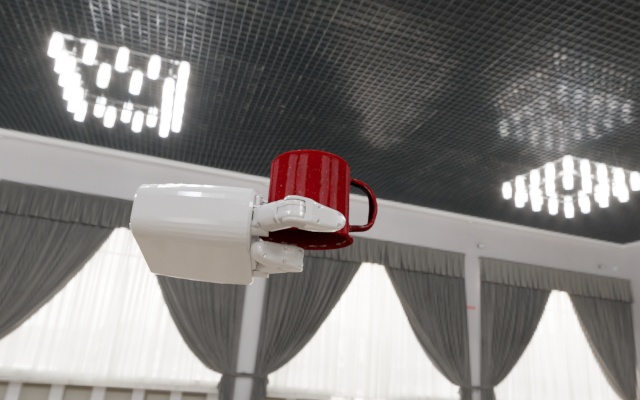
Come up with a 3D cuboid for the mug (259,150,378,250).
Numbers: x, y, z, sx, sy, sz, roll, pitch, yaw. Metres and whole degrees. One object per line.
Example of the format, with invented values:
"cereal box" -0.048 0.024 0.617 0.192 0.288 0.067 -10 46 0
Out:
"mug" 0.002 0.001 0.481 0.117 0.081 0.093 4 -18 -4
